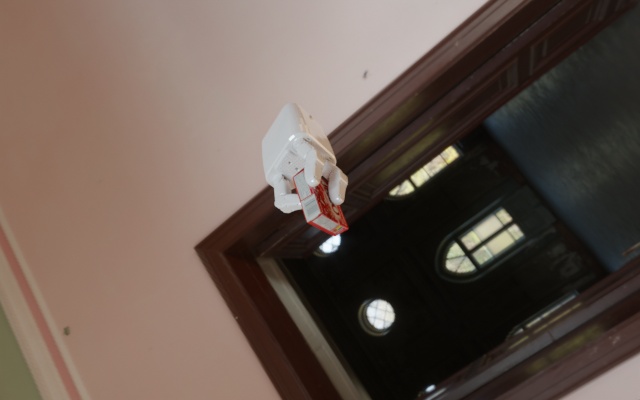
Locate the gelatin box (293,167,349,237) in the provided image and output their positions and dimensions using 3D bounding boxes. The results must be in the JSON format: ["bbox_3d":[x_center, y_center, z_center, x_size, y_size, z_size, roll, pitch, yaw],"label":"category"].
[{"bbox_3d":[0.000,0.003,0.713,0.030,0.089,0.073,-34,-37,20],"label":"gelatin box"}]
